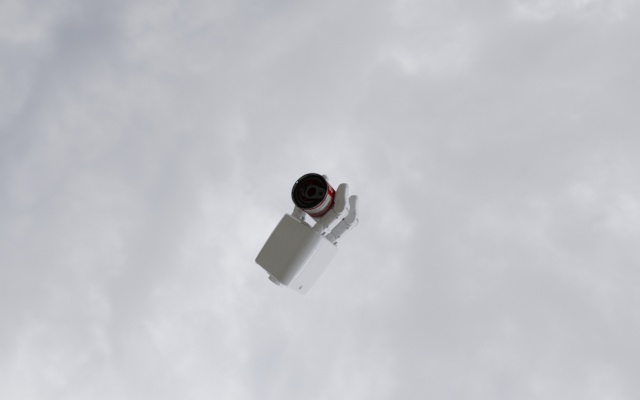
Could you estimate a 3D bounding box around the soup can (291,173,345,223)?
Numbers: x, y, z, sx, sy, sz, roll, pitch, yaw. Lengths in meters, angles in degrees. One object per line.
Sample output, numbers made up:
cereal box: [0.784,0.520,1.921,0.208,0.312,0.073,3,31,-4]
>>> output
soup can: [0.000,0.002,0.849,0.068,0.068,0.102,0,-23,25]
